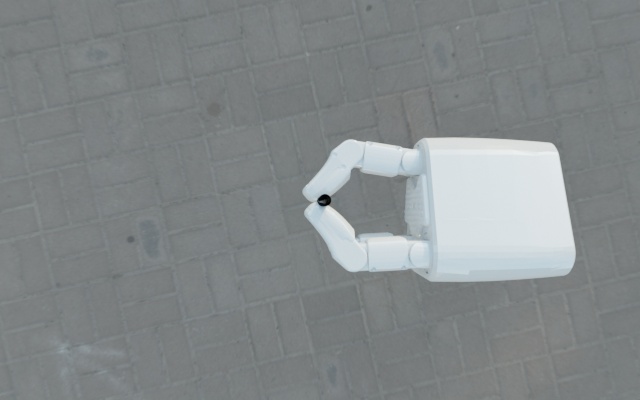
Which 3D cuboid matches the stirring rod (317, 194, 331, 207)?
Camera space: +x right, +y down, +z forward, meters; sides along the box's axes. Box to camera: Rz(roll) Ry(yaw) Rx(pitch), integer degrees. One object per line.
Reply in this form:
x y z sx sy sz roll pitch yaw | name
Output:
0.000 0.001 0.422 0.011 0.011 0.239 0 -1 -1 | stirring rod
